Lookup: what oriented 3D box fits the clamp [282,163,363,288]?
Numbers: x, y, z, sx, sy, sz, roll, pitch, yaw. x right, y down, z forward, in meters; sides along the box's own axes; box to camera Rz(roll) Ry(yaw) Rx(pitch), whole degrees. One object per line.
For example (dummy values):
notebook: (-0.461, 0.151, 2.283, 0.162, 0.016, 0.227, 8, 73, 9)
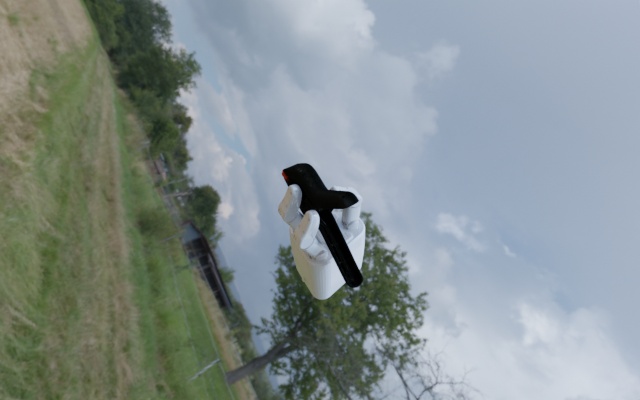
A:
clamp: (0.001, 0.002, 0.671, 0.036, 0.165, 0.210, -22, 50, -18)
